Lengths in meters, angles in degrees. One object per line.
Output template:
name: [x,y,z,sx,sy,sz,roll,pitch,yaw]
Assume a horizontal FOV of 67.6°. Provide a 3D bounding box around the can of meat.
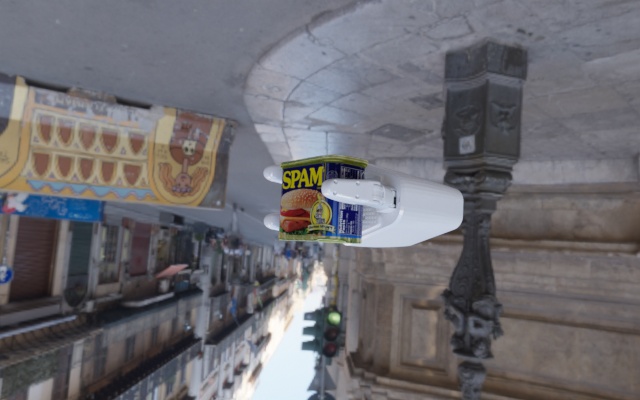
can of meat: [0.000,0.002,0.499,0.057,0.084,0.102,7,-7,-39]
